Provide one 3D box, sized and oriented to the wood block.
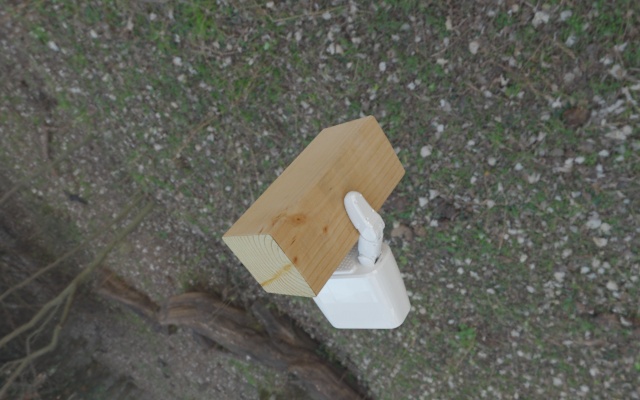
[{"bbox_3d":[0.000,0.002,0.551,0.091,0.090,0.206,-6,36,47],"label":"wood block"}]
